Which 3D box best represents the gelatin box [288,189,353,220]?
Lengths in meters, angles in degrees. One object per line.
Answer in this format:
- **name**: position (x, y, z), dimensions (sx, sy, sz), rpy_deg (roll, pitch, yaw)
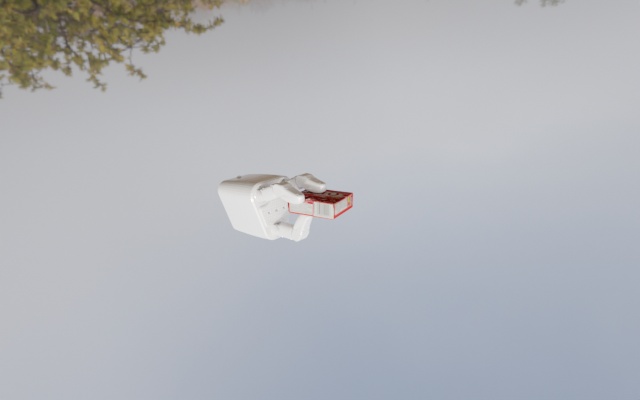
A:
- **gelatin box**: position (0.000, 0.003, 0.804), dimensions (0.089, 0.030, 0.073), rpy_deg (8, 19, 28)
